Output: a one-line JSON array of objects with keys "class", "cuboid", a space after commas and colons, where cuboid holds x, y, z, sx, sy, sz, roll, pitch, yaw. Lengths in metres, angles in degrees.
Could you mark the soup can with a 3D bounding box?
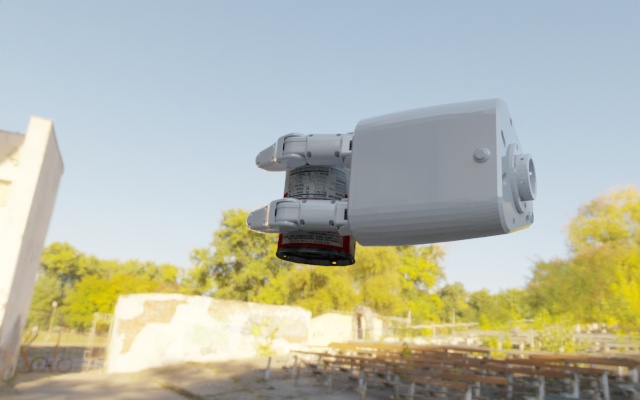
[{"class": "soup can", "cuboid": [0.000, 0.001, 0.416, 0.068, 0.102, 0.068, 5, -16, 1]}]
